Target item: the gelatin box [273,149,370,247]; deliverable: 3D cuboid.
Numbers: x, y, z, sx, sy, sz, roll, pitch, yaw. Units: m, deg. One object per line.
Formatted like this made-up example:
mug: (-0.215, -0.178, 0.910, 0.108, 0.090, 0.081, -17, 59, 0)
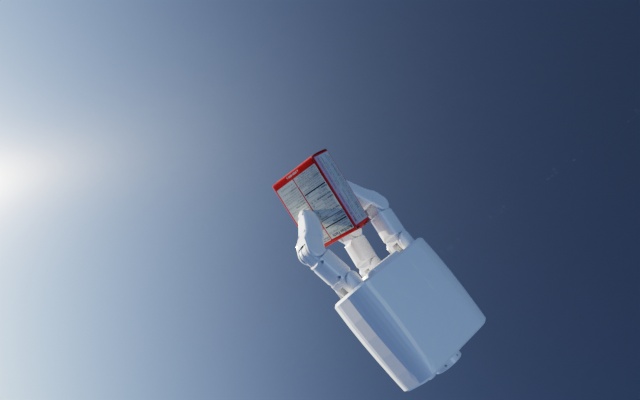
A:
gelatin box: (0.000, 0.002, 0.507, 0.073, 0.089, 0.030, -33, 0, 43)
